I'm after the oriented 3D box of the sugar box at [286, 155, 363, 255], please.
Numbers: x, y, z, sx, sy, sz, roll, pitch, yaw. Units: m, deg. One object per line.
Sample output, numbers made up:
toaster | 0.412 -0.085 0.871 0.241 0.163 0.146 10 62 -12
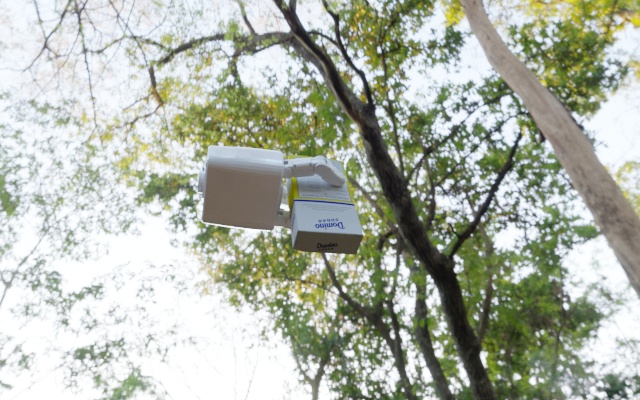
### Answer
sugar box | 0.000 0.003 0.705 0.093 0.048 0.176 5 41 -12
